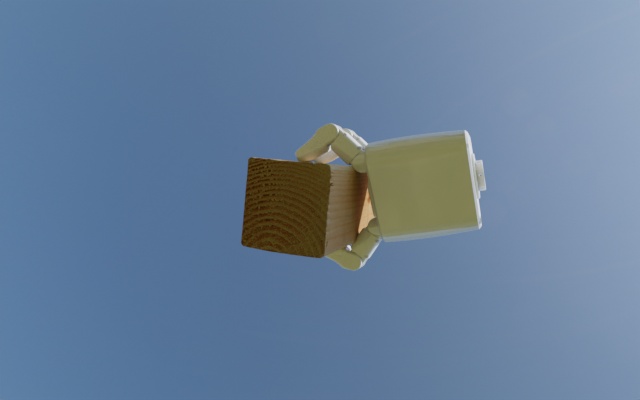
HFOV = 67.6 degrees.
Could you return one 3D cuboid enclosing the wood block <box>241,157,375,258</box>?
[{"bbox_3d":[0.000,0.002,0.550,0.090,0.091,0.206,6,4,20],"label":"wood block"}]
